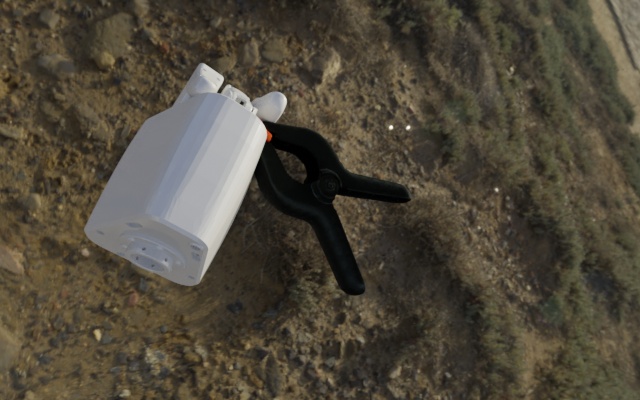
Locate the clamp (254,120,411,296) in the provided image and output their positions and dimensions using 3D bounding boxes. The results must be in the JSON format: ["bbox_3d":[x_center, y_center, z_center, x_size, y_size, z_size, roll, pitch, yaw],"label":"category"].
[{"bbox_3d":[0.000,0.001,0.417,0.171,0.120,0.039,31,-31,-19],"label":"clamp"}]
